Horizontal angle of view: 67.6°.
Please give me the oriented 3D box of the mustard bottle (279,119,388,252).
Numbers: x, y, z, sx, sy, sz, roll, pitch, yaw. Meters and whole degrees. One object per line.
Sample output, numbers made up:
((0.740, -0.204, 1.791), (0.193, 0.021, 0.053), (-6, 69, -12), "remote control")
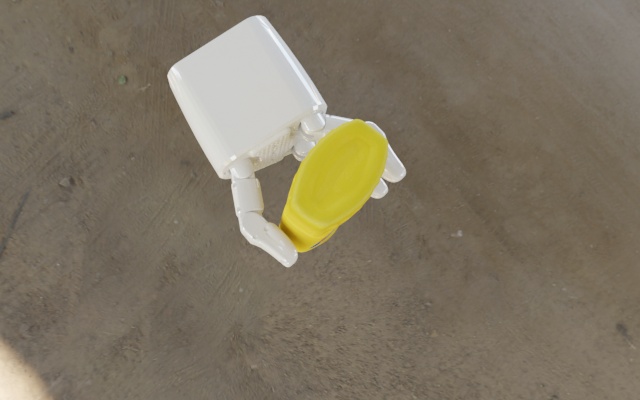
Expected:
((0.000, 0.002, 0.446), (0.058, 0.096, 0.192), (35, -18, 0), "mustard bottle")
